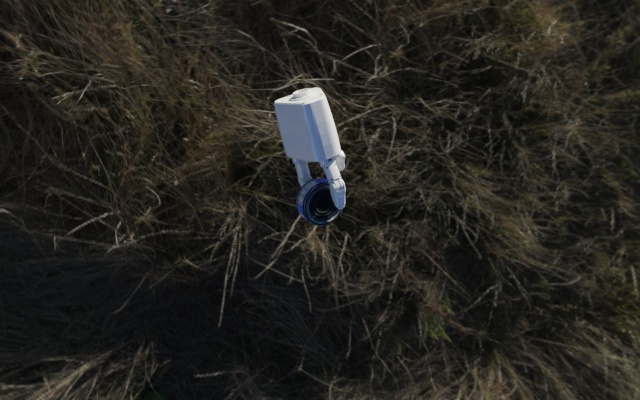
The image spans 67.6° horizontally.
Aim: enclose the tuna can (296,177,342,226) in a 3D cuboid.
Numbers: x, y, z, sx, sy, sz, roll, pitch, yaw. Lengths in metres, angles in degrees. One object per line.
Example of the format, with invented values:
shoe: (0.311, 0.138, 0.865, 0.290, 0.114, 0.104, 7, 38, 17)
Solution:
tuna can: (0.000, 0.003, 0.881, 0.086, 0.086, 0.033, 0, 19, -28)
